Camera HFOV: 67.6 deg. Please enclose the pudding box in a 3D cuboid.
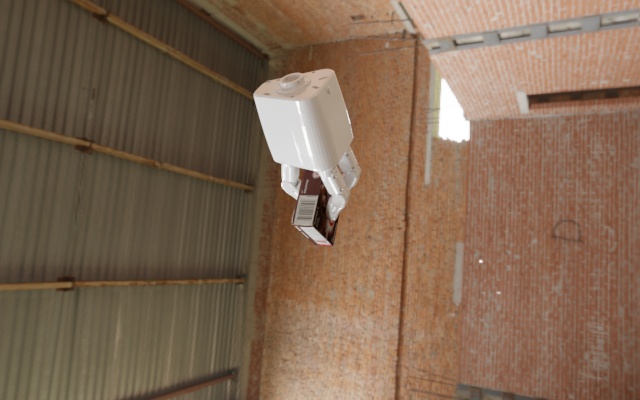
[{"bbox_3d":[0.000,0.002,0.725,0.039,0.113,0.090,4,-22,25],"label":"pudding box"}]
